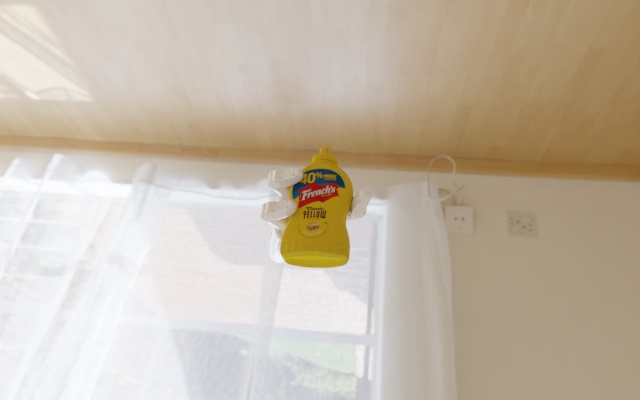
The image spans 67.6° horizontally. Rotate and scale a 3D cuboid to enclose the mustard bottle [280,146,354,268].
[{"bbox_3d":[0.000,0.002,0.708,0.096,0.191,0.058,-1,-31,14],"label":"mustard bottle"}]
